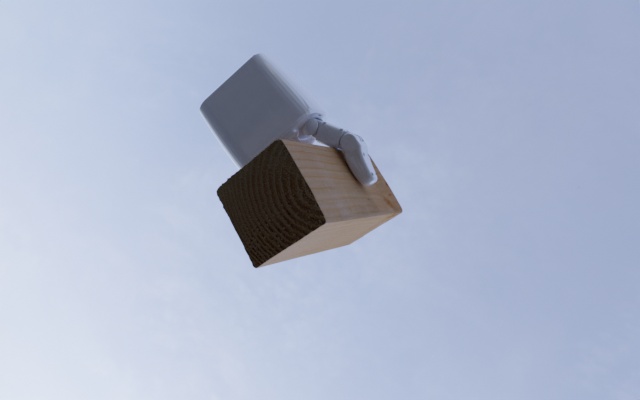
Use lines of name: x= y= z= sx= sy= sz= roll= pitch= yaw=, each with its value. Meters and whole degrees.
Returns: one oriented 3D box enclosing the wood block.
wood block: x=0.000 y=0.001 z=0.520 sx=0.091 sy=0.090 sz=0.206 roll=-35 pitch=-14 yaw=24
